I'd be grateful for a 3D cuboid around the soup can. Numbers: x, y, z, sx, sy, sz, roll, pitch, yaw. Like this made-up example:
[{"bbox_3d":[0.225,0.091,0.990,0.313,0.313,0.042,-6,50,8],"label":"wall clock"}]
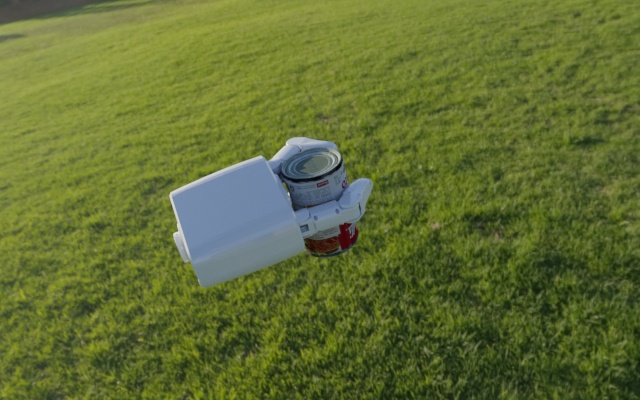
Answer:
[{"bbox_3d":[0.001,0.001,0.519,0.068,0.102,0.068,-10,33,6],"label":"soup can"}]
